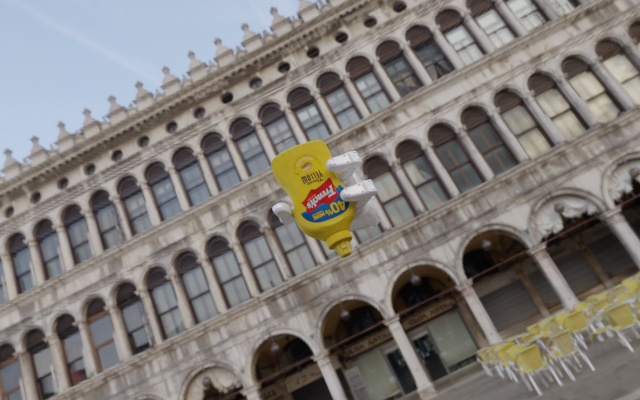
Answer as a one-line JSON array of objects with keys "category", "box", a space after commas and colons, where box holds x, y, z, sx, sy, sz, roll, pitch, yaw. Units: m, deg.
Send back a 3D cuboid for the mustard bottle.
[{"category": "mustard bottle", "box": [0.000, 0.002, 0.749, 0.096, 0.191, 0.058, -22, -21, -11]}]
